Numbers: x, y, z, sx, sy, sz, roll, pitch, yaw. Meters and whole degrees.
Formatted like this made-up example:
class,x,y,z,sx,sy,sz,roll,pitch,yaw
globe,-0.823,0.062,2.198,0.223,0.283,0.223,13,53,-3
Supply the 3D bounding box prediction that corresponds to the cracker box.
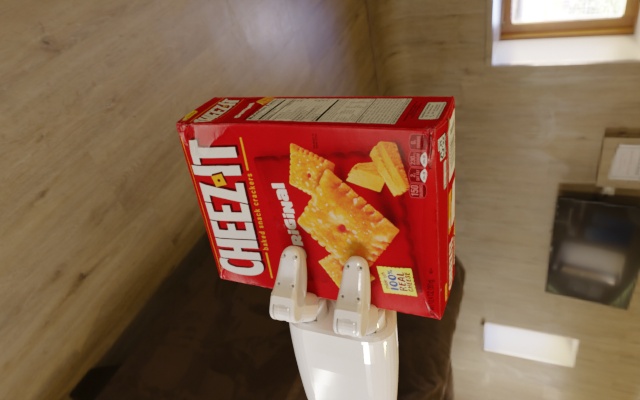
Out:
class,x,y,z,sx,sy,sz,roll,pitch,yaw
cracker box,0.000,0.001,0.401,0.213,0.164,0.072,5,31,23
